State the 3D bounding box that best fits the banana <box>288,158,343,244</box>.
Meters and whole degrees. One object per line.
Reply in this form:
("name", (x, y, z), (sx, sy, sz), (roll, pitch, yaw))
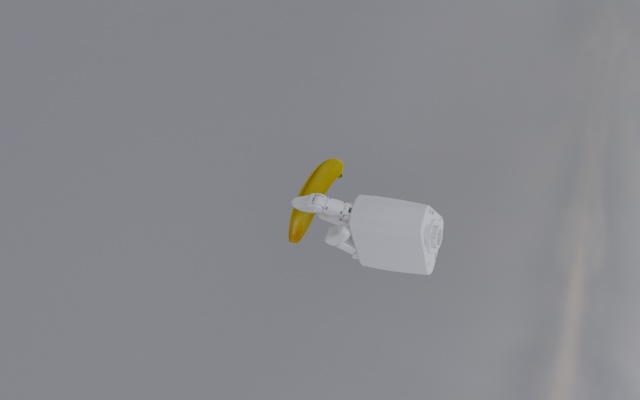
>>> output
("banana", (-0.002, -0.015, 0.773), (0.037, 0.070, 0.197), (7, 39, 27))
